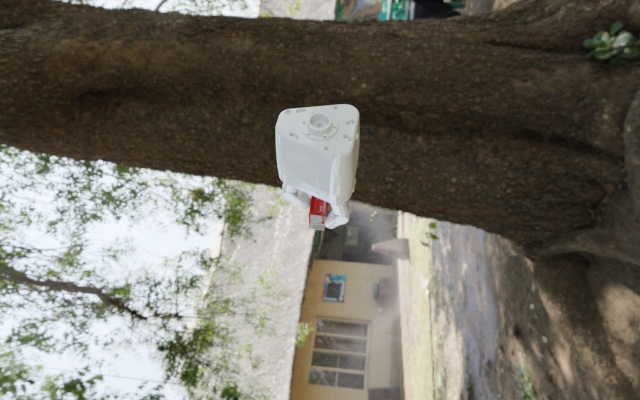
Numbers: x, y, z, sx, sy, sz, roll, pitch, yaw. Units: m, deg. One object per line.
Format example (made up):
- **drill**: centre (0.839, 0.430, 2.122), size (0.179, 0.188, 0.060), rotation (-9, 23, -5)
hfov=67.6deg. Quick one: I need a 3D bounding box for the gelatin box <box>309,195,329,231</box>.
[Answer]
- **gelatin box**: centre (0.000, 0.003, 0.788), size (0.030, 0.073, 0.089), rotation (7, -19, 2)
